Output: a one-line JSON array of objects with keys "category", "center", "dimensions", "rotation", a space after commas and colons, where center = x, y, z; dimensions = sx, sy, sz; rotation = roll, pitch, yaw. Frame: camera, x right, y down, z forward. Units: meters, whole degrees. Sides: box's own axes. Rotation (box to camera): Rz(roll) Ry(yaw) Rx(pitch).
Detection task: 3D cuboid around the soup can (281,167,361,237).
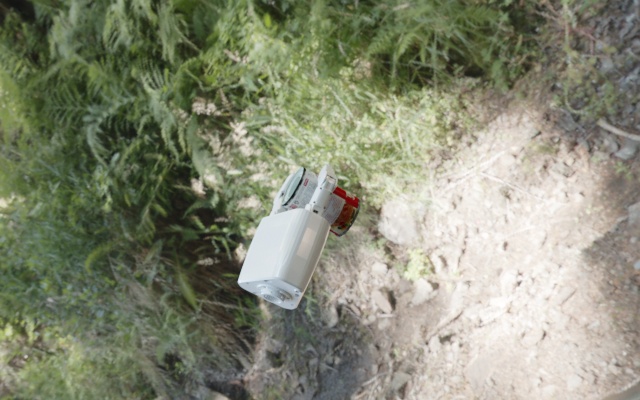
[{"category": "soup can", "center": [0.000, 0.002, 0.723], "dimensions": [0.102, 0.068, 0.068], "rotation": [29, -8, -15]}]
